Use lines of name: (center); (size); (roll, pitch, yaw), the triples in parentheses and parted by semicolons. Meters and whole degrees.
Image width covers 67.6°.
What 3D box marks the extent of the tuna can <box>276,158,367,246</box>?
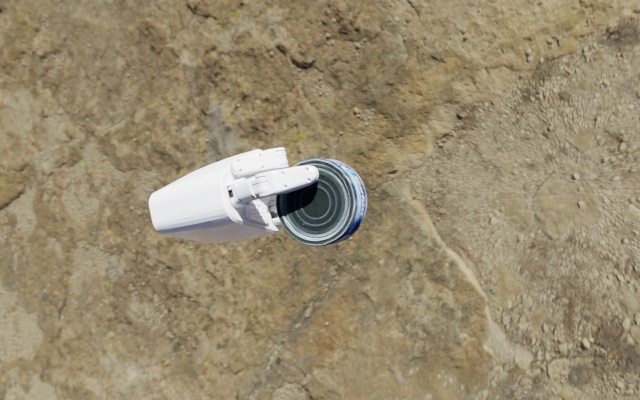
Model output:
tuna can: (0.000, 0.002, 0.467); (0.086, 0.086, 0.034); (0, 1, 23)
